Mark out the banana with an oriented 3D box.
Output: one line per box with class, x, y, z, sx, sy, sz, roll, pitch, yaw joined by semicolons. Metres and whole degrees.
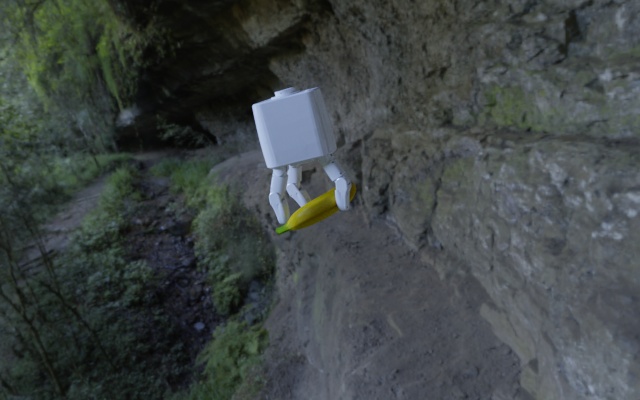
banana;0.010;0.003;0.830;0.197;0.037;0.069;-29;17;-39
